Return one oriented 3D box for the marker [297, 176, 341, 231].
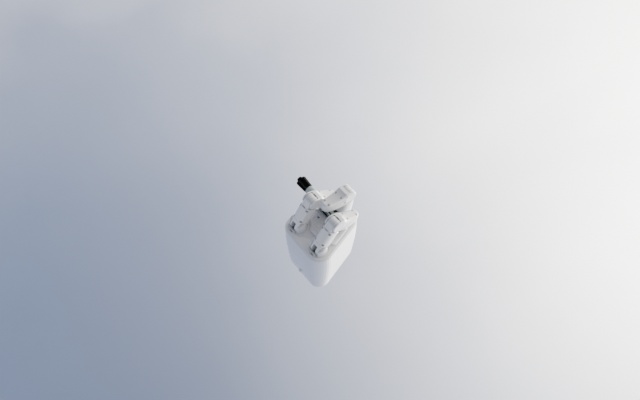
[{"bbox_3d":[0.000,0.003,0.782,0.121,0.020,0.020,47,26,27],"label":"marker"}]
